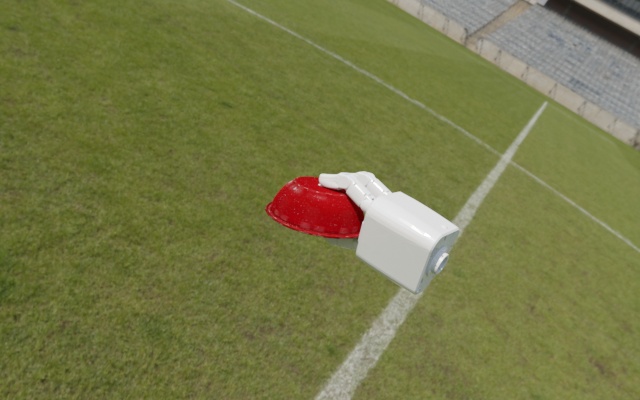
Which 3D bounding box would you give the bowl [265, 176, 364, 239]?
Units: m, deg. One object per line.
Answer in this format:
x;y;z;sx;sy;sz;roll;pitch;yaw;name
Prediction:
-0.001;0.002;0.728;0.162;0.055;0.162;11;16;-3;bowl
